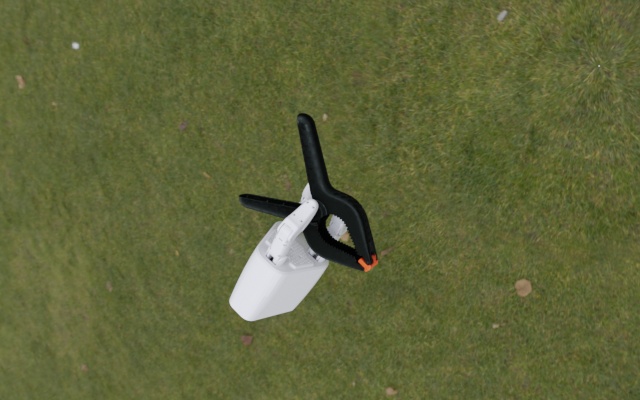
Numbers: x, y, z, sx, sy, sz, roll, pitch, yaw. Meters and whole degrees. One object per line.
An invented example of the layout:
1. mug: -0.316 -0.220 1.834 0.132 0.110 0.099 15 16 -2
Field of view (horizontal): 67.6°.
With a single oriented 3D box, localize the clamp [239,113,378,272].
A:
1. clamp: 0.000 0.003 0.618 0.210 0.165 0.036 40 28 15
